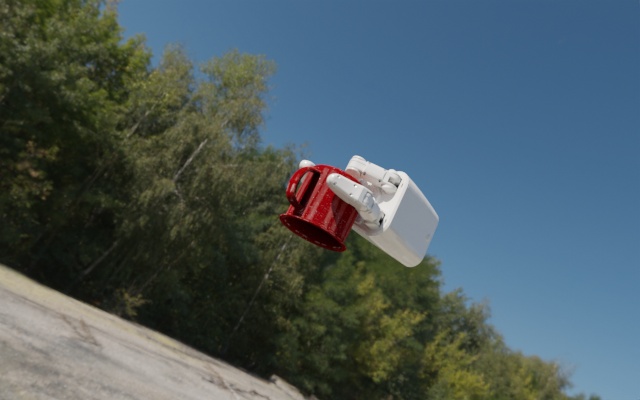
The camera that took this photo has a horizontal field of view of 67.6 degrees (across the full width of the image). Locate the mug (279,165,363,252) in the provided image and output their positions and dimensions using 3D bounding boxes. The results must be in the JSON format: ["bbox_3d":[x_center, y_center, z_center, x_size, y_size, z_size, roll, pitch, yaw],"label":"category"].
[{"bbox_3d":[-0.001,0.001,0.601,0.093,0.081,0.117,9,-25,45],"label":"mug"}]
